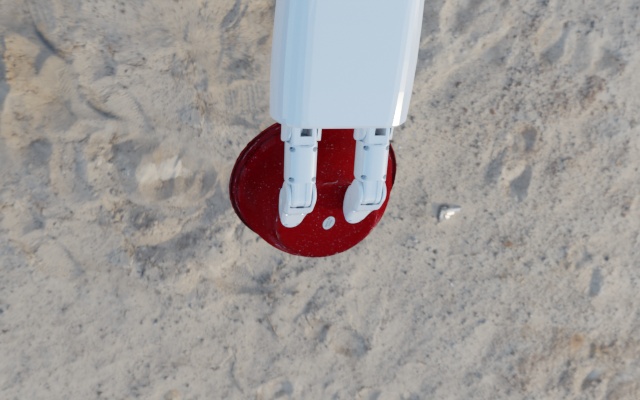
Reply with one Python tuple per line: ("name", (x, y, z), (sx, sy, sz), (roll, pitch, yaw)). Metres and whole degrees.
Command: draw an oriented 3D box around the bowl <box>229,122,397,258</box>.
("bowl", (0.000, 0.003, 0.436), (0.162, 0.162, 0.055), (0, 41, -16))
